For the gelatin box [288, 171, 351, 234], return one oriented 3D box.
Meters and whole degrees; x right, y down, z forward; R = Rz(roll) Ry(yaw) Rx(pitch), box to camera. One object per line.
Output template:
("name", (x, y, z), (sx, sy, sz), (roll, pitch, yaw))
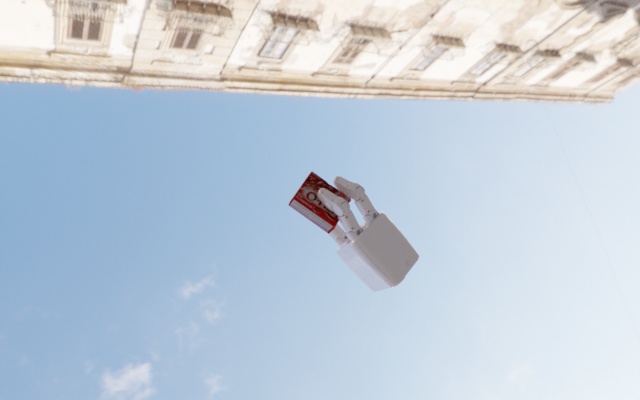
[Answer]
("gelatin box", (0.000, 0.003, 0.832), (0.089, 0.073, 0.030), (35, -37, -3))
